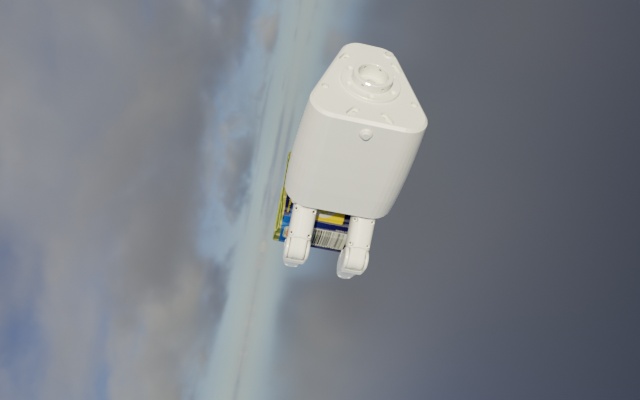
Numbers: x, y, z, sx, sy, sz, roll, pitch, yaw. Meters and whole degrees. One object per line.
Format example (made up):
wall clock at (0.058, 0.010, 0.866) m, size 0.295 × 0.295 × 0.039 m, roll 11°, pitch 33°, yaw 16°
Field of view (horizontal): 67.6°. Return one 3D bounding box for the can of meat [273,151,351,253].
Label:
can of meat at (0.000, 0.002, 0.494) m, size 0.084 × 0.102 × 0.057 m, roll 11°, pitch -38°, yaw -6°
